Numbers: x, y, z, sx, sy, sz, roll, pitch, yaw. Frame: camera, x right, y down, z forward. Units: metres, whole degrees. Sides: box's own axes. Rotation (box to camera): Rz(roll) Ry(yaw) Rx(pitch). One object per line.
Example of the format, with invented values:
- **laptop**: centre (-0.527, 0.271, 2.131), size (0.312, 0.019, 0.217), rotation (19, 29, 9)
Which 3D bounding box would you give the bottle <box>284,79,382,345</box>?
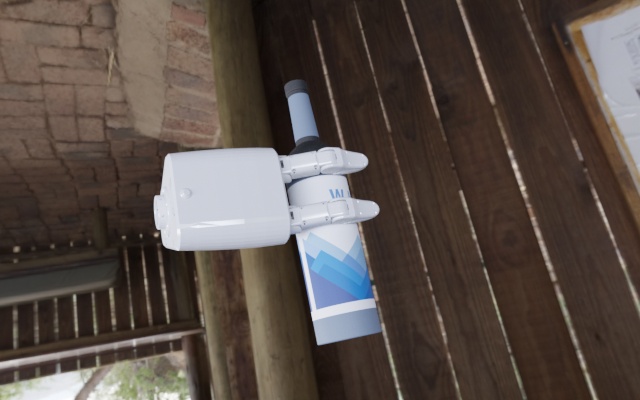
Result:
- **bottle**: centre (0.000, 0.002, 0.524), size (0.069, 0.295, 0.069), rotation (-11, -16, -3)
